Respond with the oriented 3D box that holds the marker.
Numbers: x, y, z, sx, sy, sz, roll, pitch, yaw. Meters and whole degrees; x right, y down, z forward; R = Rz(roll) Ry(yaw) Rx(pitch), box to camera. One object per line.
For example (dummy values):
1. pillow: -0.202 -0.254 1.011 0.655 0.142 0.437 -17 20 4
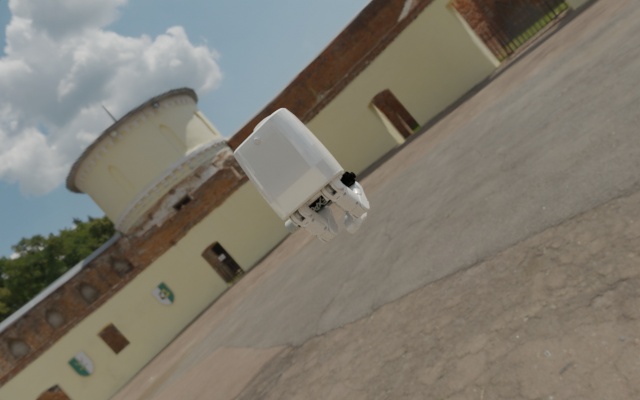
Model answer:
1. marker: 0.000 0.002 0.636 0.121 0.020 0.020 -40 -18 23
